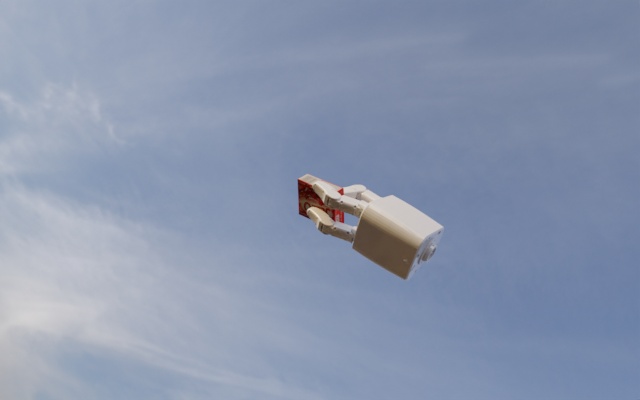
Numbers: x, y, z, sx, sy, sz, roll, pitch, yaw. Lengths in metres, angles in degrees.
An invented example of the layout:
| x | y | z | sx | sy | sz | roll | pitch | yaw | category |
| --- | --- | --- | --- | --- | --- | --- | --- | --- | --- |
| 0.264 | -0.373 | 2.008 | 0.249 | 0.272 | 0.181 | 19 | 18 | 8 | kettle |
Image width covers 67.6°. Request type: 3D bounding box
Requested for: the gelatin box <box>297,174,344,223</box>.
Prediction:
| x | y | z | sx | sy | sz | roll | pitch | yaw | category |
| --- | --- | --- | --- | --- | --- | --- | --- | --- | --- |
| 0.000 | 0.002 | 0.833 | 0.089 | 0.073 | 0.030 | 24 | 38 | 36 | gelatin box |
